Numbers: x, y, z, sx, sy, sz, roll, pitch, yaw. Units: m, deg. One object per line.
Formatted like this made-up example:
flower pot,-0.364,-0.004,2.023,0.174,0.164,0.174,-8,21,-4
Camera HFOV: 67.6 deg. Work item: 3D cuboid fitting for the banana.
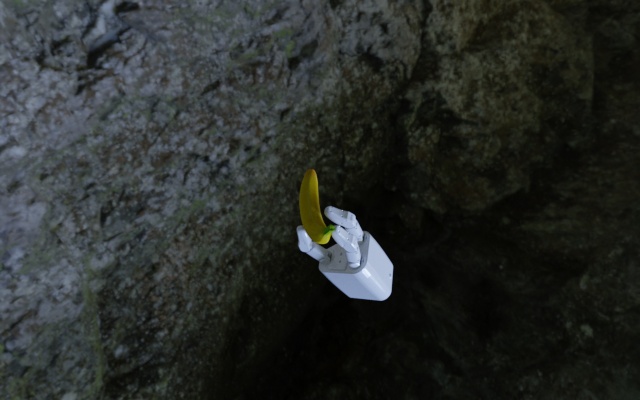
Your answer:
banana,-0.010,0.019,0.866,0.037,0.070,0.197,24,25,-29
